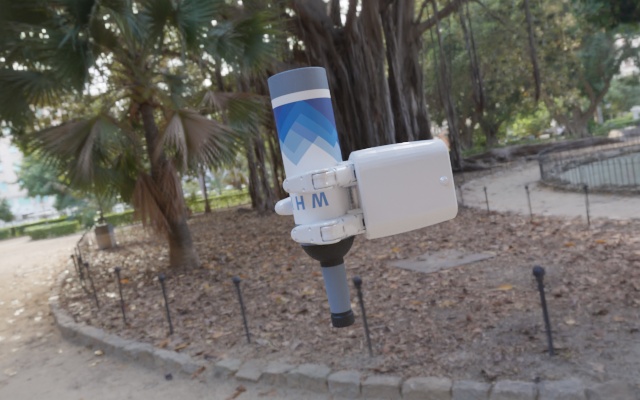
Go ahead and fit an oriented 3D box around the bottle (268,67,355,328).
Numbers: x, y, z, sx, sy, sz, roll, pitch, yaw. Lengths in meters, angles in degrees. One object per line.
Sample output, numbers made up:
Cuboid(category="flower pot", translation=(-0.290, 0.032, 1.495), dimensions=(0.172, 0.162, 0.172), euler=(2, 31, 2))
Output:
Cuboid(category="bottle", translation=(0.000, 0.002, 0.552), dimensions=(0.069, 0.296, 0.069), euler=(-11, 5, 1))
